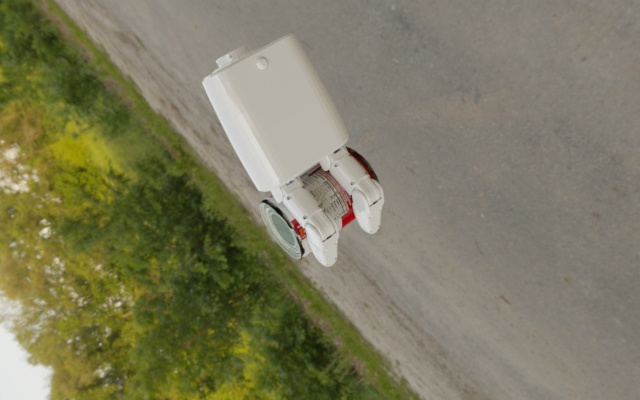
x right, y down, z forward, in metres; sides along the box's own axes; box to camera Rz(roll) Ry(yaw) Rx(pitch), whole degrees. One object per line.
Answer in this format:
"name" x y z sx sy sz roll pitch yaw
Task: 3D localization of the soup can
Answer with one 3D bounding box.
"soup can" 0.000 0.002 0.467 0.102 0.068 0.068 -35 14 -21
